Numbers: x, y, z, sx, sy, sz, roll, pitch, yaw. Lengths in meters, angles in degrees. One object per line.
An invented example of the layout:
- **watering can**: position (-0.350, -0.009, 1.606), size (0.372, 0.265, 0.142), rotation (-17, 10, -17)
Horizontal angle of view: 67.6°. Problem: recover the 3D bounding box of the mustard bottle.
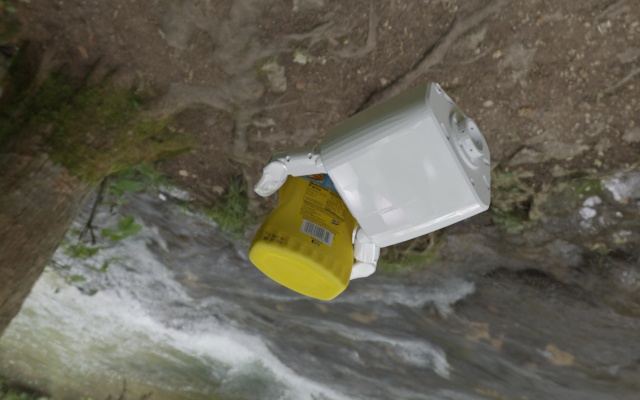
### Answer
- **mustard bottle**: position (0.000, 0.002, 0.498), size (0.096, 0.191, 0.058), rotation (28, -44, -10)
